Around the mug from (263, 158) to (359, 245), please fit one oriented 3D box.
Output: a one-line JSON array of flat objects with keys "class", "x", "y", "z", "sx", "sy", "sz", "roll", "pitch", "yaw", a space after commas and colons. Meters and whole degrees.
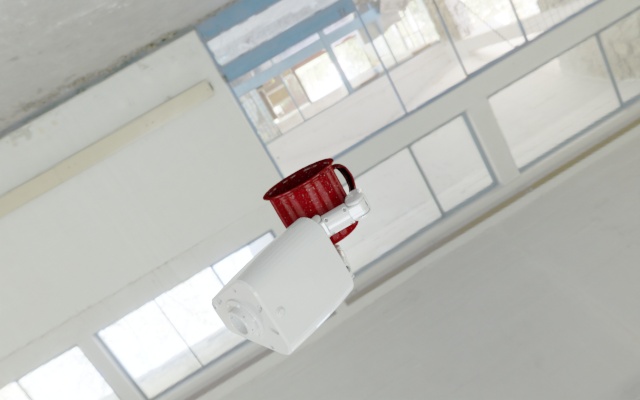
[{"class": "mug", "x": 0.001, "y": 0.001, "z": 0.568, "sx": 0.117, "sy": 0.081, "sz": 0.093, "roll": -40, "pitch": 17, "yaw": -36}]
